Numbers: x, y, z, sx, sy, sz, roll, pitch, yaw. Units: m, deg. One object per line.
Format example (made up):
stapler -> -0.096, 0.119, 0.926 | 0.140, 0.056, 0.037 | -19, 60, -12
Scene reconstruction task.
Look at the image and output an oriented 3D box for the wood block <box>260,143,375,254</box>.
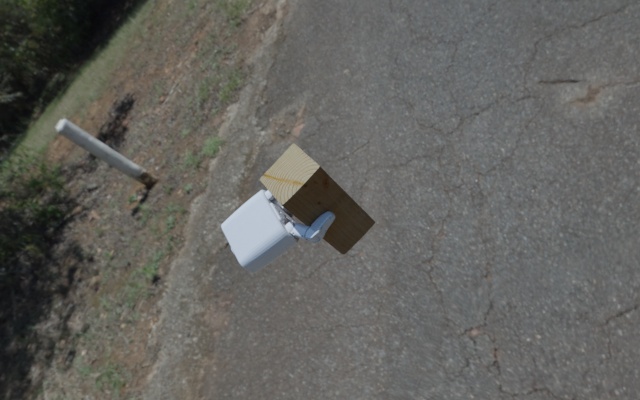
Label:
wood block -> 0.000, 0.003, 0.861 | 0.206, 0.090, 0.090 | 42, 3, -46
